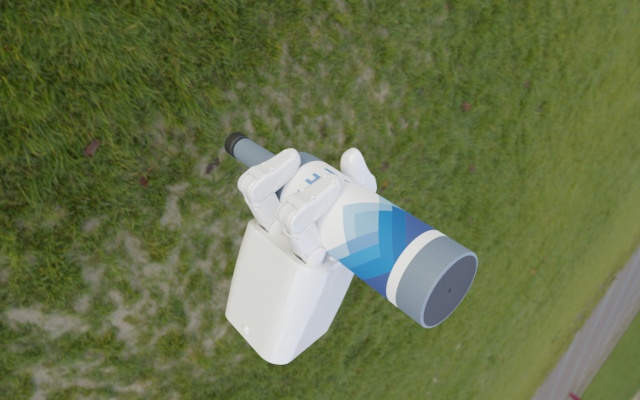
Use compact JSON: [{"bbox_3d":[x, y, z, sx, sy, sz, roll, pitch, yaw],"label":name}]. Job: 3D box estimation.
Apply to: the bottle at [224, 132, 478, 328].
[{"bbox_3d":[0.000,0.001,0.442,0.069,0.069,0.295,0,26,-47],"label":"bottle"}]
